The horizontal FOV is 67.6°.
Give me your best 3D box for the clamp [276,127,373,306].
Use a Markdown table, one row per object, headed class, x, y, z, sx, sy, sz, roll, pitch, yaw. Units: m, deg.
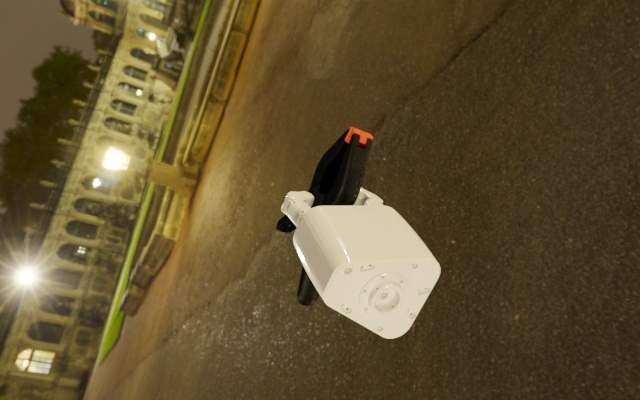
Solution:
| class | x | y | z | sx | sy | sz | roll | pitch | yaw |
| --- | --- | --- | --- | --- | --- | --- | --- | --- | --- |
| clamp | 0.000 | 0.001 | 0.599 | 0.036 | 0.210 | 0.164 | 15 | 19 | -26 |
